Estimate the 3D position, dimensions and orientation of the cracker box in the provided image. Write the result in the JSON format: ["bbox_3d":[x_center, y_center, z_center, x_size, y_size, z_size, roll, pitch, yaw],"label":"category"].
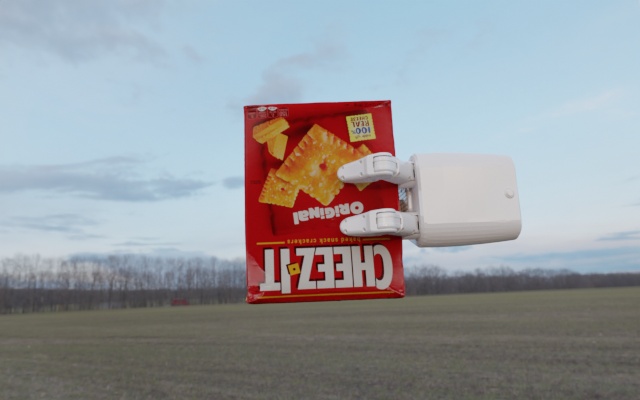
[{"bbox_3d":[0.000,0.002,0.521,0.164,0.213,0.072,-2,-11,-3],"label":"cracker box"}]
